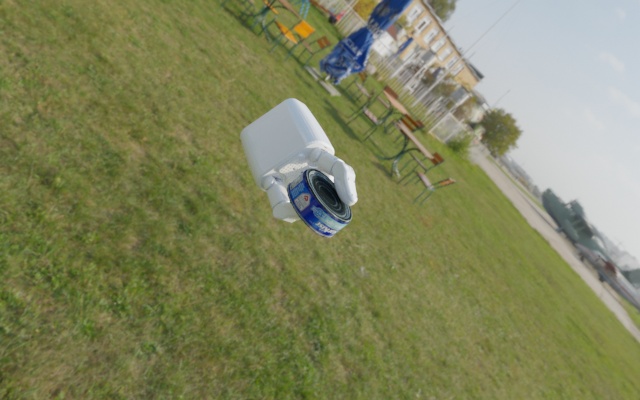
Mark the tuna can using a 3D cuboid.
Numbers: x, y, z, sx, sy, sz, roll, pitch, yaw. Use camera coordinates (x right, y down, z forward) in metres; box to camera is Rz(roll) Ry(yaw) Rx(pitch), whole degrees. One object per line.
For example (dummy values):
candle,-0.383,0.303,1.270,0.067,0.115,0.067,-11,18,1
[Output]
tuna can,0.001,0.002,0.595,0.034,0.086,0.086,-39,-17,21
